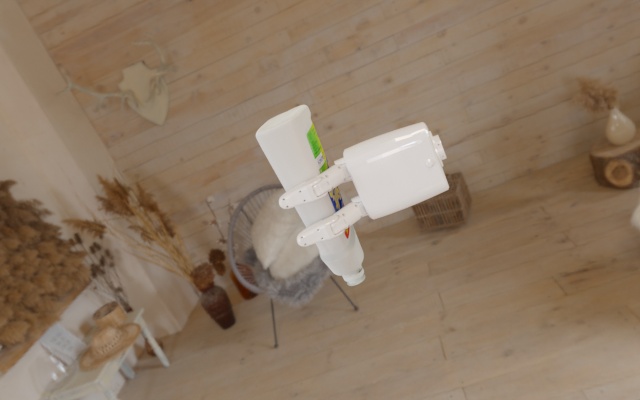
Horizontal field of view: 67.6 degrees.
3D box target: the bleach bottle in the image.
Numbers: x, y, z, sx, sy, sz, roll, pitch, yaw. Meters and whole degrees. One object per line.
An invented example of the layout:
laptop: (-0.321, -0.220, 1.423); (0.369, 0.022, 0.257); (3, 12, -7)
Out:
bleach bottle: (0.000, 0.002, 0.651); (0.068, 0.251, 0.102); (-21, 18, 15)
